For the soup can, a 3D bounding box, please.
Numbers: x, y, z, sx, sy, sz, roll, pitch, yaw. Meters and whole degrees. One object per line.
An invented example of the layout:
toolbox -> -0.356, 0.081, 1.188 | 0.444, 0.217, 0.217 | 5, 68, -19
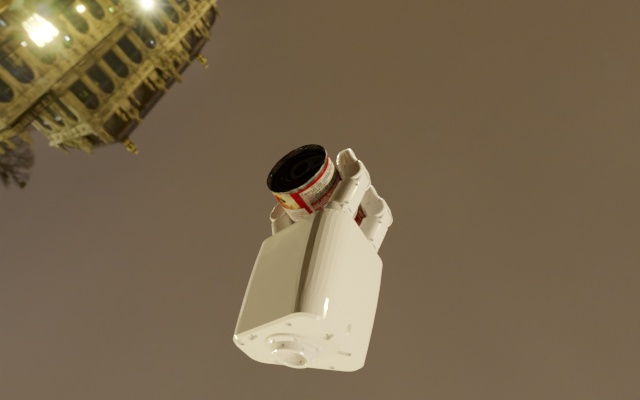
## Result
soup can -> 0.000, 0.001, 0.496 | 0.068, 0.068, 0.102 | 0, -42, 40
